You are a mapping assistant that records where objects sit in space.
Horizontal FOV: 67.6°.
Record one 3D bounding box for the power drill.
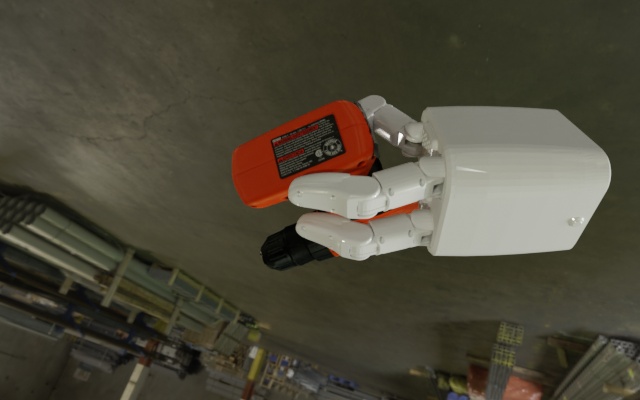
[{"bbox_3d":[0.000,0.001,0.419,0.184,0.057,0.188,-24,-25,11],"label":"power drill"}]
